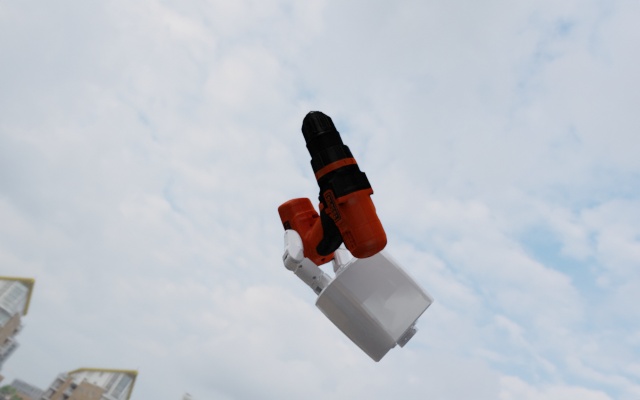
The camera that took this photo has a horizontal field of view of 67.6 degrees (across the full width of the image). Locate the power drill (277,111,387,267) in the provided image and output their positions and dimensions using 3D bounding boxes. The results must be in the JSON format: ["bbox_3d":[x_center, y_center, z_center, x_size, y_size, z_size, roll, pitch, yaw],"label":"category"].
[{"bbox_3d":[0.000,0.002,0.611,0.057,0.184,0.188,-16,-14,-24],"label":"power drill"}]
